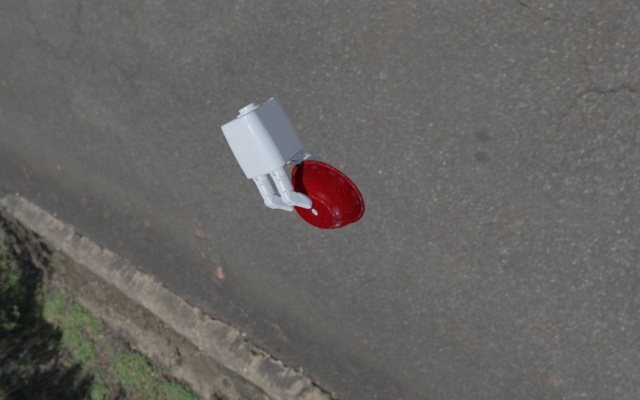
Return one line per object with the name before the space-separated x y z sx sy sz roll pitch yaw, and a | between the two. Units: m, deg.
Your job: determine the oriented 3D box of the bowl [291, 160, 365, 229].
bowl | 0.001 0.004 0.899 0.162 0.162 0.055 0 43 43
